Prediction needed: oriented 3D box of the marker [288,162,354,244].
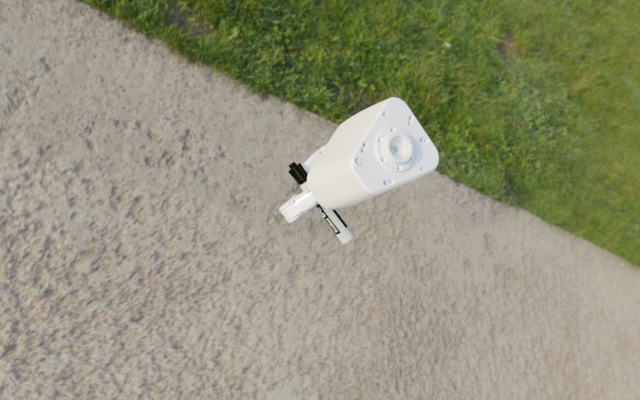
[{"bbox_3d":[0.000,0.002,0.599,0.020,0.121,0.020,-36,9,7],"label":"marker"}]
